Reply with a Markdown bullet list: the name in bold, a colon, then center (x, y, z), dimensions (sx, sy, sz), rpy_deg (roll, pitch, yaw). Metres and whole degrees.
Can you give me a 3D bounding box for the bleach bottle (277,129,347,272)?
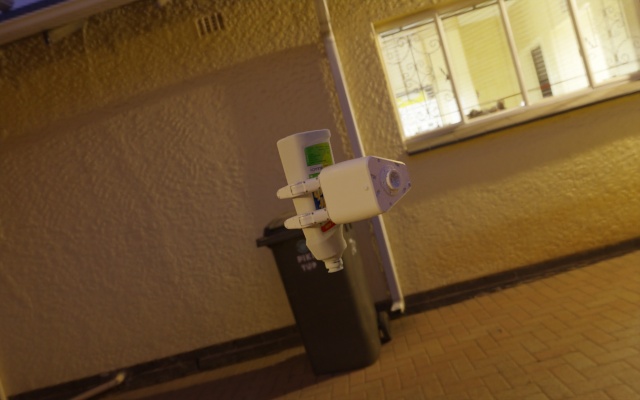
- **bleach bottle**: center (0.000, 0.003, 0.863), dimensions (0.102, 0.251, 0.068), rpy_deg (-17, 2, -44)
